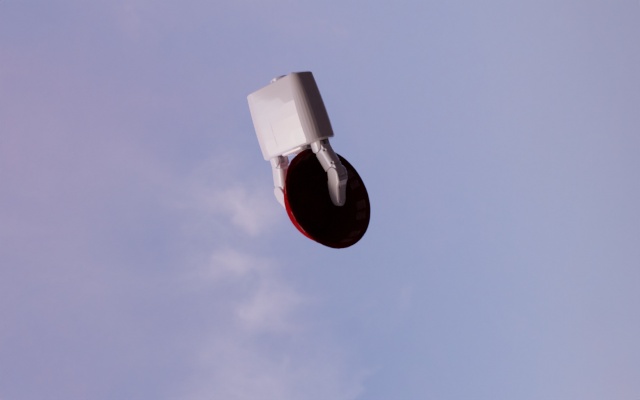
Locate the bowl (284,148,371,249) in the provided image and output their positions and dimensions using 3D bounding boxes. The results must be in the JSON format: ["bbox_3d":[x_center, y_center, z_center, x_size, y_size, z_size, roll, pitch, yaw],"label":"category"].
[{"bbox_3d":[0.000,0.004,0.736,0.162,0.162,0.055,0,-19,-39],"label":"bowl"}]
